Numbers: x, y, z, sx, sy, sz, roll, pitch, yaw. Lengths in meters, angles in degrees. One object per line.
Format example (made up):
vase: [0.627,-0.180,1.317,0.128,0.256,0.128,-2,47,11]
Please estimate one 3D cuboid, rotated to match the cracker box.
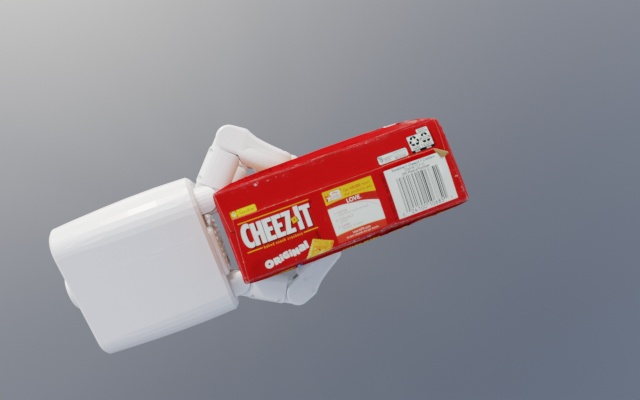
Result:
cracker box: [0.000,0.002,0.415,0.164,0.072,0.214,-20,1,-9]
